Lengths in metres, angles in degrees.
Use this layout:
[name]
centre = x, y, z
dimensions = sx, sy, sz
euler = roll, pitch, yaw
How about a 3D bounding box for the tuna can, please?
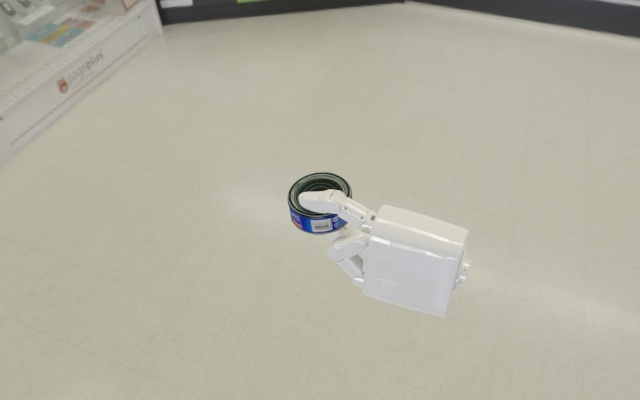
[tuna can]
centre = 0.000, 0.002, 0.625
dimensions = 0.086, 0.086, 0.034
euler = -5, -45, 5
